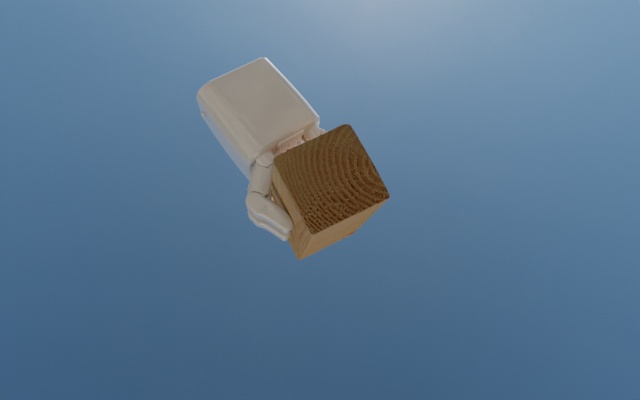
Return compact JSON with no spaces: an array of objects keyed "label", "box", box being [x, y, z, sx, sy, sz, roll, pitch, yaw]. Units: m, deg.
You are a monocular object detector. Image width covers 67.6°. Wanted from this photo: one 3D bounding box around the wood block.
[{"label":"wood block","box":[0.000,0.001,0.568,0.091,0.090,0.206,-26,-9,-11]}]
